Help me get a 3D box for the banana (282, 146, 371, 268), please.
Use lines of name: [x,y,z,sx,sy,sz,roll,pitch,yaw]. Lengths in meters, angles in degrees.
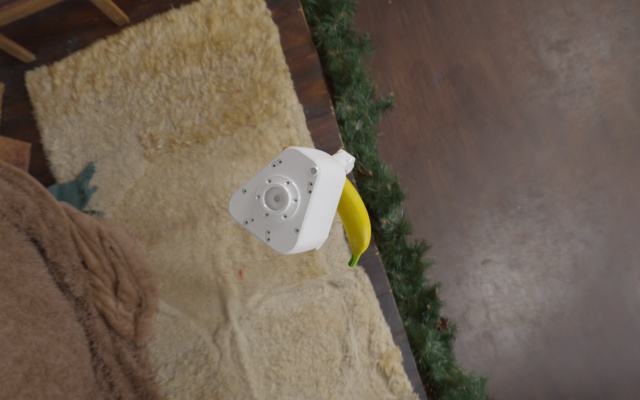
banana: [0.017,-0.004,0.663,0.069,0.198,0.037,-32,-5,21]
